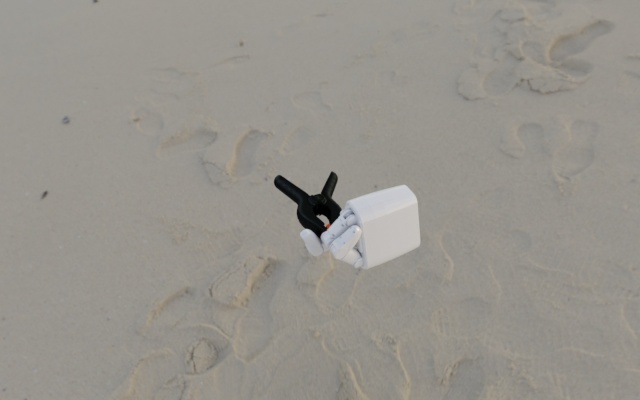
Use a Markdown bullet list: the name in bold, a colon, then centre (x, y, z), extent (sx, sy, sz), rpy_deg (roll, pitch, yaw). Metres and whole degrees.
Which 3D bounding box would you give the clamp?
- **clamp**: centre (0.000, 0.002, 0.840), extent (0.120, 0.039, 0.171), rpy_deg (-16, 48, -19)
